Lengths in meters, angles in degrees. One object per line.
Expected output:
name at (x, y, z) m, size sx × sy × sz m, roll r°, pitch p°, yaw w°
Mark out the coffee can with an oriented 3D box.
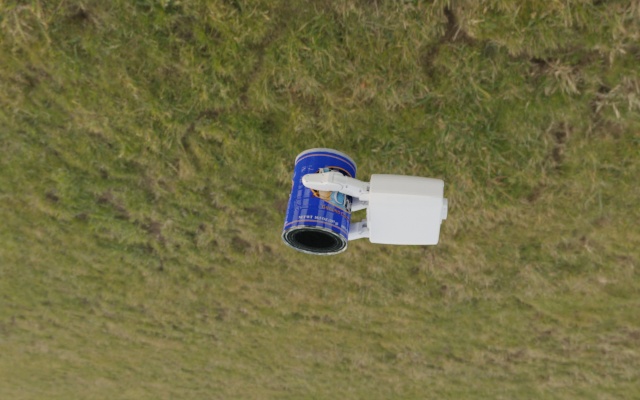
coffee can at (0.000, 0.002, 0.759) m, size 0.103 × 0.140 × 0.103 m, roll 7°, pitch -28°, yaw 4°
